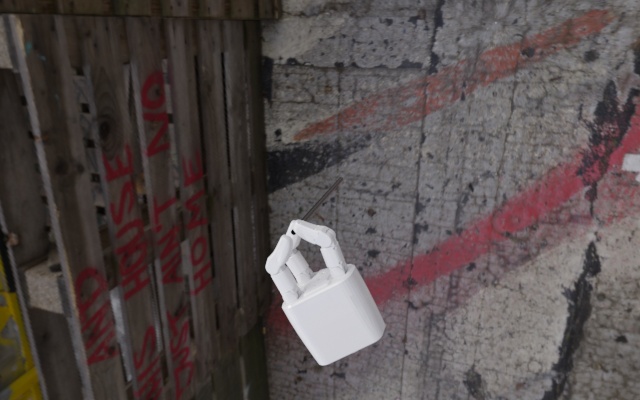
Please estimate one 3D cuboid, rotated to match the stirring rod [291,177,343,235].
[{"bbox_3d":[0.000,0.003,0.769,0.011,0.011,0.239,0,20,20],"label":"stirring rod"}]
